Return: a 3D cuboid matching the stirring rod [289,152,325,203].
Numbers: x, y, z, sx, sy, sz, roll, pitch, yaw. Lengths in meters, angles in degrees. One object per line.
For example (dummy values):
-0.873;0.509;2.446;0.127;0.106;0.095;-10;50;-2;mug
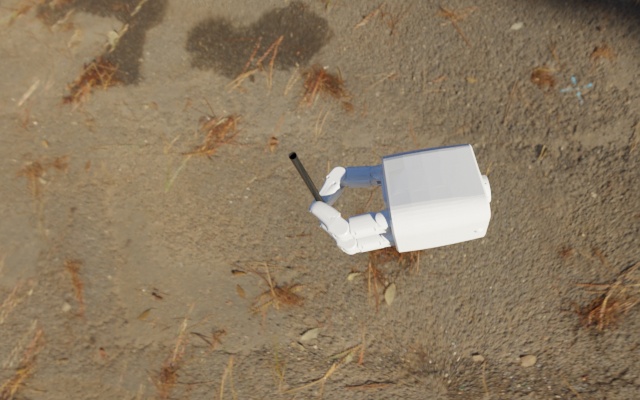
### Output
0.000;0.002;0.564;0.011;0.011;0.240;0;-22;14;stirring rod
